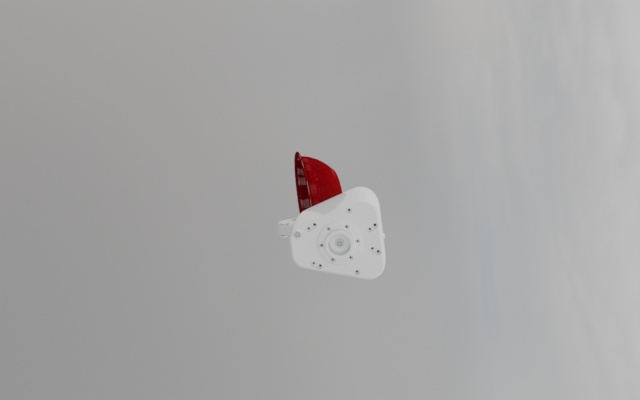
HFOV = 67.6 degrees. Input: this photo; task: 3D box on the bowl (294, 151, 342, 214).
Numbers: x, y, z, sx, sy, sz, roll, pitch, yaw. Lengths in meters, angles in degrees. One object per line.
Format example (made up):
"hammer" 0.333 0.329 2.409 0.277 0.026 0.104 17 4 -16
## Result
"bowl" 0.000 0.002 0.729 0.055 0.162 0.162 -9 1 -9
